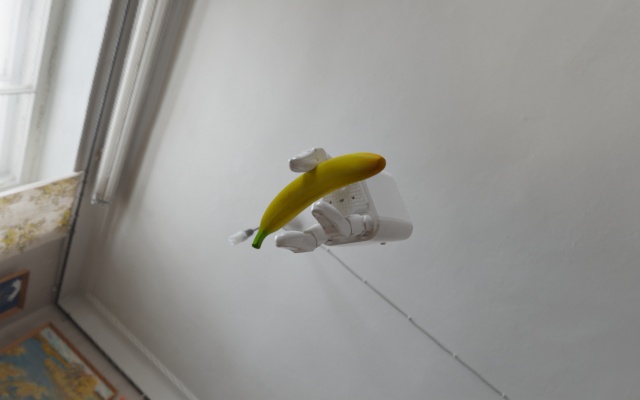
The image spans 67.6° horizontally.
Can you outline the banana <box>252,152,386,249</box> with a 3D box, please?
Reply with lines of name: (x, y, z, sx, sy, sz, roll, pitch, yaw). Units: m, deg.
banana: (-0.005, -0.010, 0.575, 0.198, 0.069, 0.037, -35, -48, 24)
